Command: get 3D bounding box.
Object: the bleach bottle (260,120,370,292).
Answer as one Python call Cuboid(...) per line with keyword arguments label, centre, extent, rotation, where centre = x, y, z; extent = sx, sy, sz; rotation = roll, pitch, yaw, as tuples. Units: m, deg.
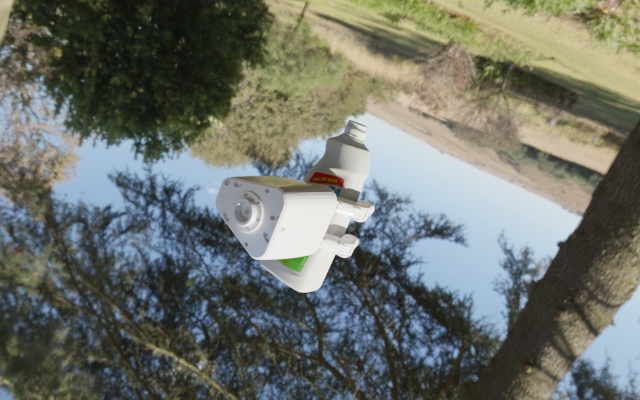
Cuboid(label="bleach bottle", centre=(0.000, 0.002, 0.694), extent=(0.102, 0.251, 0.068), rotation=(31, 17, 31))
